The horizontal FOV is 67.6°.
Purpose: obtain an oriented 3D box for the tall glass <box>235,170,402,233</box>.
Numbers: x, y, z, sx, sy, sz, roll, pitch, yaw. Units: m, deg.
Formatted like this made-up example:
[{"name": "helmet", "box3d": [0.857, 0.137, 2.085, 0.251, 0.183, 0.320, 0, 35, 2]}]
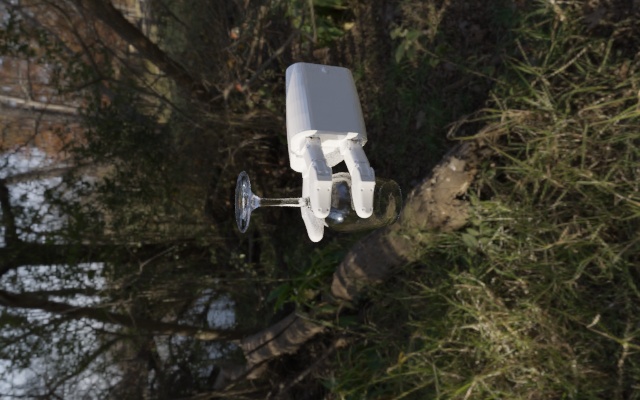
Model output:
[{"name": "tall glass", "box3d": [-0.001, 0.002, 0.598, 0.201, 0.079, 0.079, 1, 0, -22]}]
